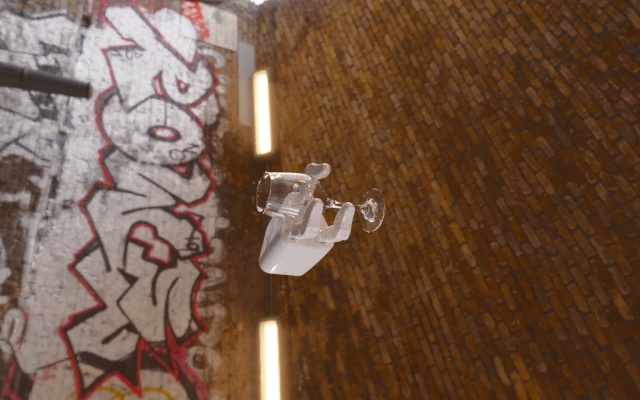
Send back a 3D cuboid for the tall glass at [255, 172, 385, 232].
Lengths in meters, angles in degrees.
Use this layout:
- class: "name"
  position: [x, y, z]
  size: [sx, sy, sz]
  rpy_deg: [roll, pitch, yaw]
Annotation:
- class: "tall glass"
  position: [0.001, 0.002, 0.762]
  size: [0.201, 0.079, 0.079]
  rpy_deg: [10, -5, -27]
